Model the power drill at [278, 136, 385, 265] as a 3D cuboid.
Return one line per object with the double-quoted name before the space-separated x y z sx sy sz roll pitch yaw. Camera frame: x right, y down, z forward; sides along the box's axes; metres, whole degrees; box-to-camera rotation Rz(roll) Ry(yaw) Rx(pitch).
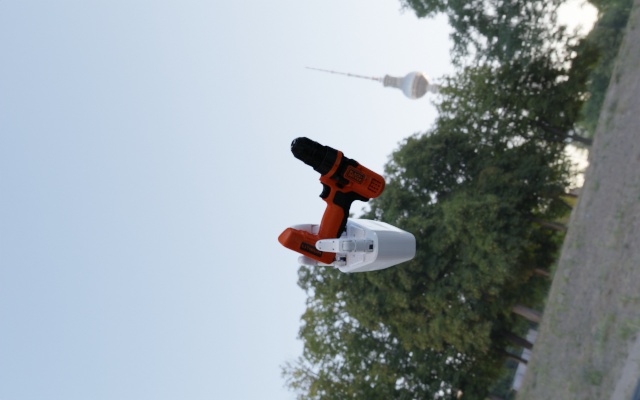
"power drill" 0.000 0.003 0.820 0.184 0.187 0.057 26 5 -19
